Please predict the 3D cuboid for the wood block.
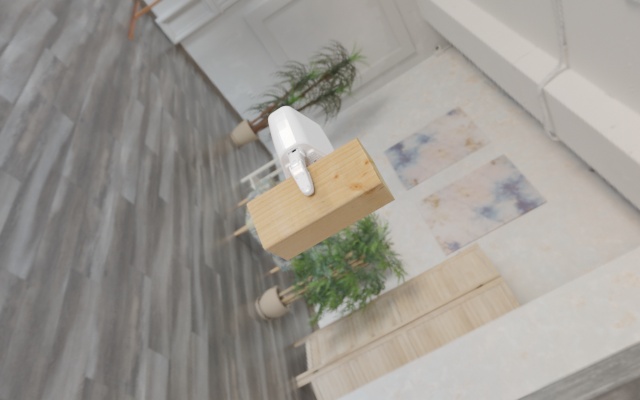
[{"bbox_3d":[0.000,0.002,0.764,0.206,0.090,0.091,-31,-27,10],"label":"wood block"}]
